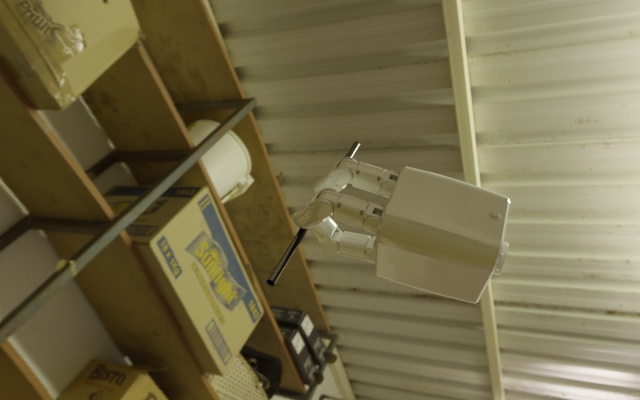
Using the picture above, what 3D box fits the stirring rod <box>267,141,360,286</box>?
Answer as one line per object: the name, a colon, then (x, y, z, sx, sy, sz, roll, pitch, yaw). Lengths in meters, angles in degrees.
stirring rod: (0.000, 0.002, 0.516, 0.011, 0.011, 0.239, 0, 37, 28)
